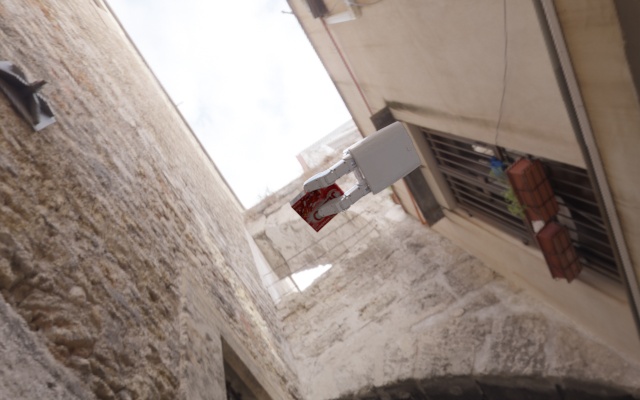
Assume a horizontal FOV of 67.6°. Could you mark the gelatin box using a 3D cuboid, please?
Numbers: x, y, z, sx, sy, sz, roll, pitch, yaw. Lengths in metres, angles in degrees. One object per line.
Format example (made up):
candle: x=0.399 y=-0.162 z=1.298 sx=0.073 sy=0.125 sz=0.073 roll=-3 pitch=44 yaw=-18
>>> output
gelatin box: x=0.000 y=0.003 z=0.876 sx=0.073 sy=0.089 sz=0.030 roll=45 pitch=7 yaw=-21
